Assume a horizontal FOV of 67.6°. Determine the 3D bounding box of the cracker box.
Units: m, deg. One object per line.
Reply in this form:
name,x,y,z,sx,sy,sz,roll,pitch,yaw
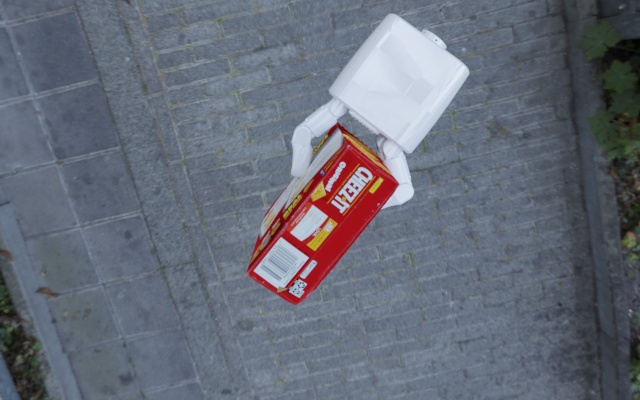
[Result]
cracker box,0.000,0.002,0.554,0.072,0.164,0.213,37,11,-9
